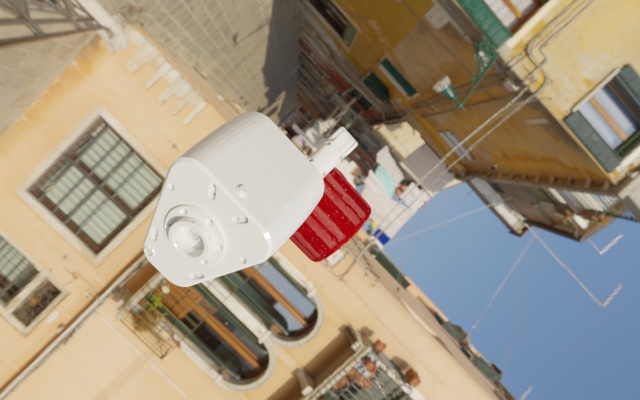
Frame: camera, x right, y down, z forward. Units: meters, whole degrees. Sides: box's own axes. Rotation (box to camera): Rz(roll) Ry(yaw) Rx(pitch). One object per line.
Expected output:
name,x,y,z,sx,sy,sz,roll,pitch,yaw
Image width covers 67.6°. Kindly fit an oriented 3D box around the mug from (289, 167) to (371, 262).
mug,0.001,0.001,0.488,0.093,0.081,0.117,-39,7,33
